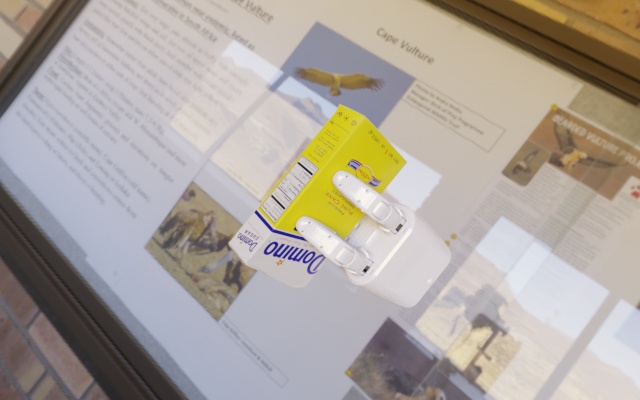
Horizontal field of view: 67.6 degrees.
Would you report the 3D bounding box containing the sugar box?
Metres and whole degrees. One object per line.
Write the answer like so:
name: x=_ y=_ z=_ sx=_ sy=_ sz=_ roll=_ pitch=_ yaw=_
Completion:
sugar box: x=0.001 y=0.002 z=0.477 sx=0.093 sy=0.176 sz=0.048 roll=35 pitch=2 yaw=-46
